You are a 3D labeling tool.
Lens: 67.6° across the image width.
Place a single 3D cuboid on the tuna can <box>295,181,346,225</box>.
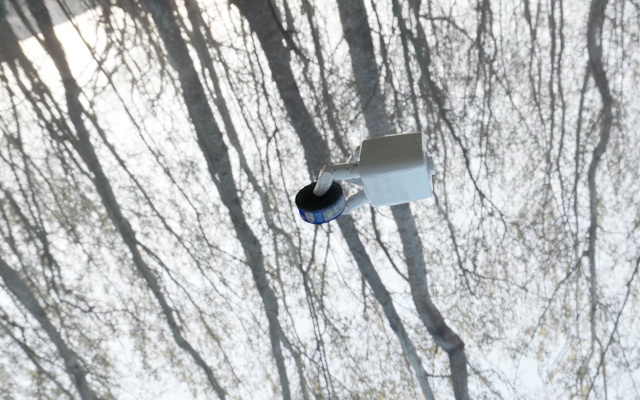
[{"bbox_3d":[0.000,0.003,0.834,0.086,0.034,0.086,-11,37,8],"label":"tuna can"}]
